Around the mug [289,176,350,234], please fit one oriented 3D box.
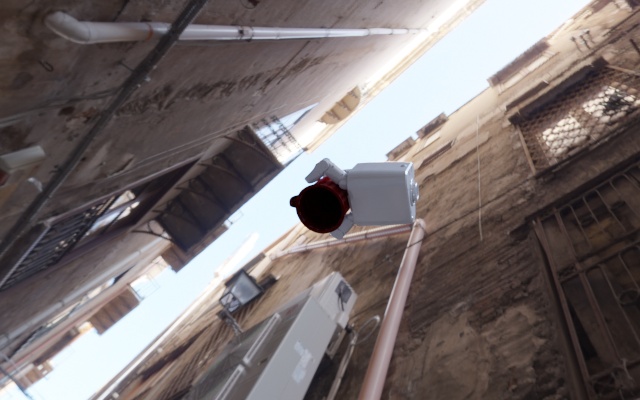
[{"bbox_3d":[-0.001,0.003,0.879,0.117,0.093,0.081,1,19,20],"label":"mug"}]
